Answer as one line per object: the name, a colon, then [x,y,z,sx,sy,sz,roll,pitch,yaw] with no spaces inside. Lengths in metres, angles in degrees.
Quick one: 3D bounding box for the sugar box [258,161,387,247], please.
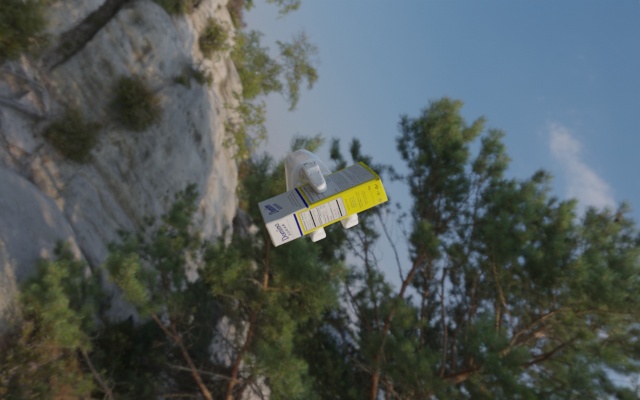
sugar box: [0.000,0.003,0.710,0.176,0.048,0.093,-24,23,-5]
